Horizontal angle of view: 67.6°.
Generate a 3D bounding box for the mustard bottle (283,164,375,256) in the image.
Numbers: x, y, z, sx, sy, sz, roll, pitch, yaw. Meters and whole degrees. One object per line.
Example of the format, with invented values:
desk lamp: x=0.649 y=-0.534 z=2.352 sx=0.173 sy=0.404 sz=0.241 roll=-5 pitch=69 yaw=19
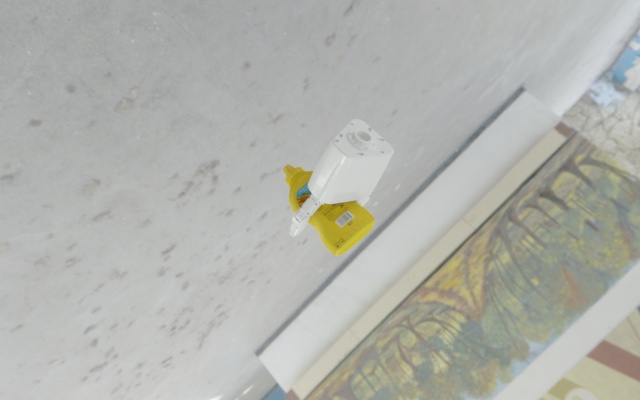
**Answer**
mustard bottle: x=0.000 y=0.003 z=0.856 sx=0.096 sy=0.191 sz=0.058 roll=-38 pitch=-20 yaw=-20
